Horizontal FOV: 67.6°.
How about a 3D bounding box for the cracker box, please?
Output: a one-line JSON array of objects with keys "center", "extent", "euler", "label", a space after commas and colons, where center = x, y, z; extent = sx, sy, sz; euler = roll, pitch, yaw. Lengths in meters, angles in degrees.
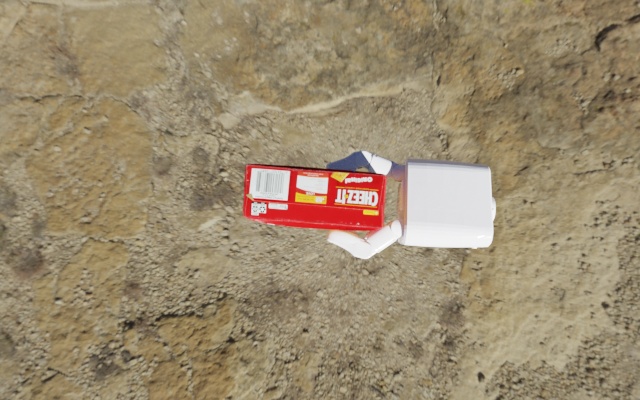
[{"center": [0.000, 0.002, 0.642], "extent": [0.164, 0.072, 0.214], "euler": [4, -3, 4], "label": "cracker box"}]
